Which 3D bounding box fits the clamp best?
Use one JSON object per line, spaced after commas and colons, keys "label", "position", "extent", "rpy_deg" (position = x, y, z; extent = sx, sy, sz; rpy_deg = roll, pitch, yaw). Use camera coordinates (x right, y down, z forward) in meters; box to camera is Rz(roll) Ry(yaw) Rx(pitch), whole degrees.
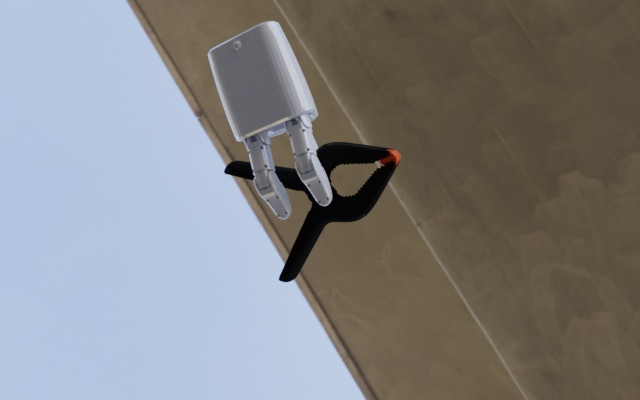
{"label": "clamp", "position": [0.001, 0.001, 0.563], "extent": [0.210, 0.164, 0.036], "rpy_deg": [-19, 6, 22]}
